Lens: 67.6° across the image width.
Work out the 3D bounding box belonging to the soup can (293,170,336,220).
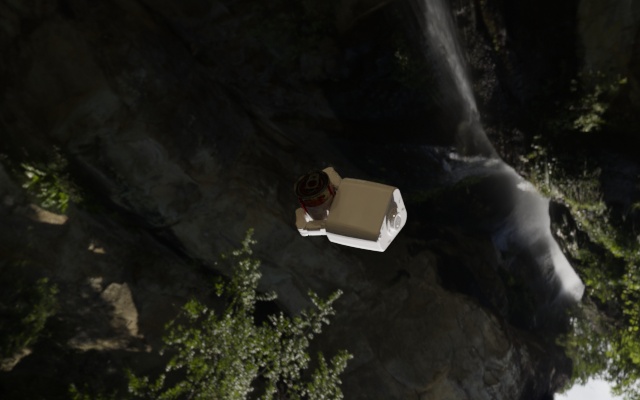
[{"bbox_3d":[0.000,0.003,0.881,0.068,0.068,0.102,0,-41,26],"label":"soup can"}]
